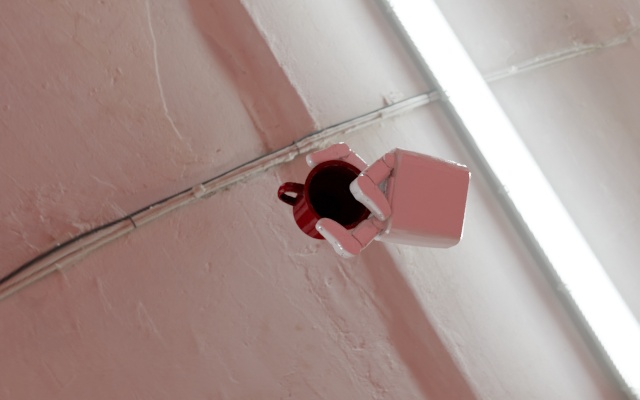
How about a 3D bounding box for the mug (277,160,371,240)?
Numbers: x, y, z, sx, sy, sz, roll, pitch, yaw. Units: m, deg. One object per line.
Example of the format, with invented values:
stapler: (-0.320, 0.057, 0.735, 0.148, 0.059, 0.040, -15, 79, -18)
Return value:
mug: (-0.001, 0.002, 0.627, 0.117, 0.093, 0.081, 12, -21, -16)
